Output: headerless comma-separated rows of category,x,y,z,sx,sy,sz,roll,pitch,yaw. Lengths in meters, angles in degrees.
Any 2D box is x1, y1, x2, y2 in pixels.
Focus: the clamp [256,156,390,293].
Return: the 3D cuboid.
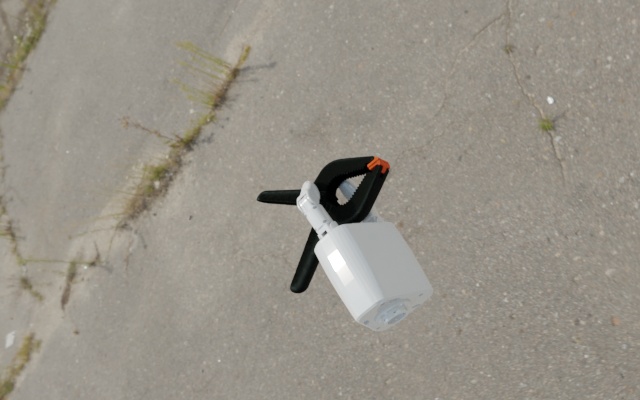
clamp,0.000,0.002,0.648,0.210,0.164,0.036,-44,-31,22
